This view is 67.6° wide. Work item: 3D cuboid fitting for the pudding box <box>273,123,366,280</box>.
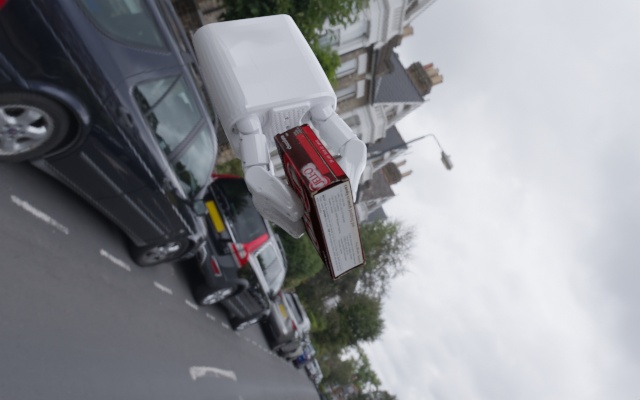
[{"bbox_3d":[0.000,0.001,0.426,0.039,0.114,0.090,-24,44,-7],"label":"pudding box"}]
